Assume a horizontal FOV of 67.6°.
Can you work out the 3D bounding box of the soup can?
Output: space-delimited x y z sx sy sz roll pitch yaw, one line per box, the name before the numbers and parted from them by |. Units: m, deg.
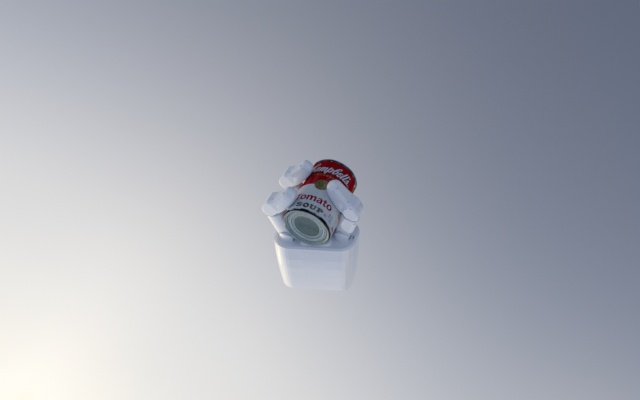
soup can | 0.000 0.002 0.639 0.068 0.068 0.102 0 42 31
